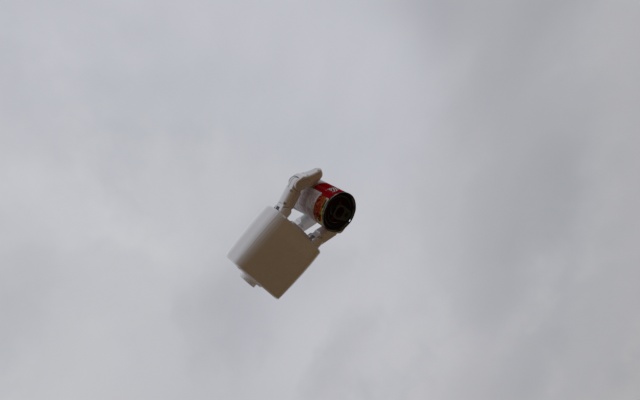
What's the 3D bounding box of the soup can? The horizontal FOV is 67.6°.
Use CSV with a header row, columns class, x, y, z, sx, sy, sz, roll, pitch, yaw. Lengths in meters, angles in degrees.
class,x,y,z,sx,sy,sz,roll,pitch,yaw
soup can,0.000,0.002,0.786,0.068,0.068,0.102,0,19,-40
